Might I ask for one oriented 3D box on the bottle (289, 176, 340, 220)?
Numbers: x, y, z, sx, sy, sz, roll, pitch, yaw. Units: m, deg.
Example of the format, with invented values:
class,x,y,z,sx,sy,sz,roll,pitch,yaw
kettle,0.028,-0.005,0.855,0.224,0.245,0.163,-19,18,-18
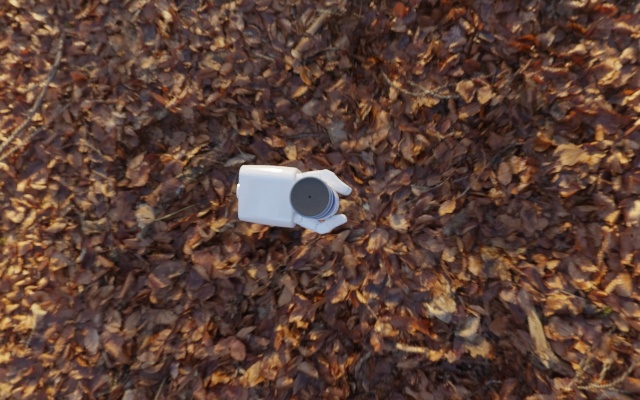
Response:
class,x,y,z,sx,sy,sz,roll,pitch,yaw
bottle,0.000,0.003,0.892,0.069,0.069,0.296,0,-3,7
